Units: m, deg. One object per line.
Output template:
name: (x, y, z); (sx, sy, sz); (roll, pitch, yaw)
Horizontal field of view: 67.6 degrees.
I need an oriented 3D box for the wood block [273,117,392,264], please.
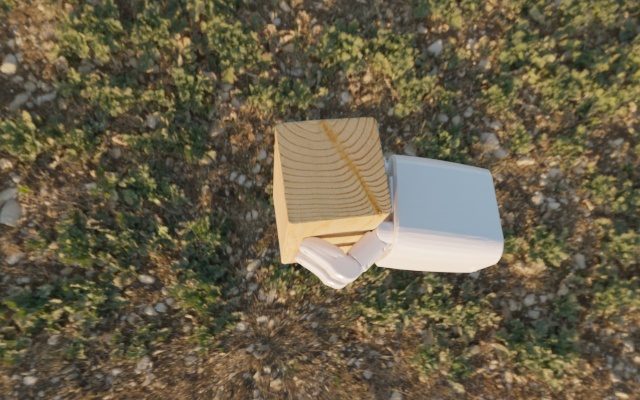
wood block: (0.000, 0.001, 0.495); (0.090, 0.090, 0.206); (-6, -16, -8)
